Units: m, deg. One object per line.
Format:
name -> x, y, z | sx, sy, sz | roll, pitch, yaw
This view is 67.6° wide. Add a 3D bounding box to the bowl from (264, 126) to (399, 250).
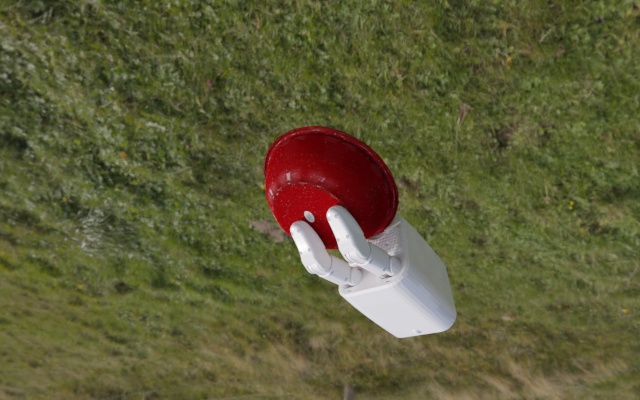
bowl -> -0.001, 0.001, 0.522 | 0.162, 0.162, 0.055 | 0, 38, 28
